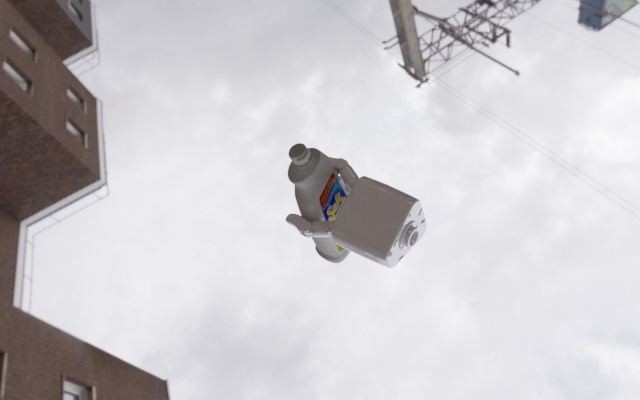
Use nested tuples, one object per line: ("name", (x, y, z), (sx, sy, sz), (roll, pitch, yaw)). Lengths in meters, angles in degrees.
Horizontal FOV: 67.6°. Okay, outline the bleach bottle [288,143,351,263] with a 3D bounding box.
("bleach bottle", (0.000, 0.003, 0.804), (0.068, 0.102, 0.251), (24, -23, 35))
